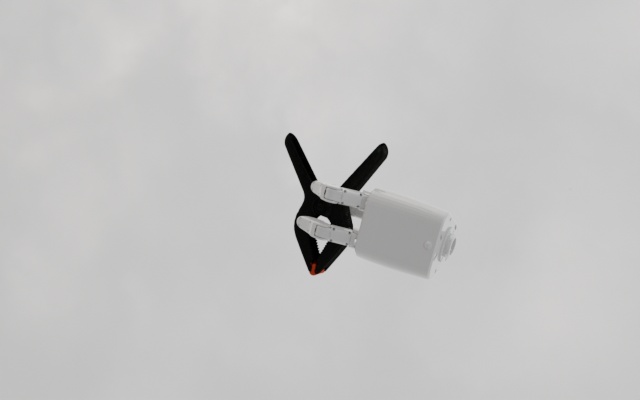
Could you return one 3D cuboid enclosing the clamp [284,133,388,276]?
[{"bbox_3d":[0.001,0.003,0.700,0.164,0.210,0.036,18,10,28],"label":"clamp"}]
